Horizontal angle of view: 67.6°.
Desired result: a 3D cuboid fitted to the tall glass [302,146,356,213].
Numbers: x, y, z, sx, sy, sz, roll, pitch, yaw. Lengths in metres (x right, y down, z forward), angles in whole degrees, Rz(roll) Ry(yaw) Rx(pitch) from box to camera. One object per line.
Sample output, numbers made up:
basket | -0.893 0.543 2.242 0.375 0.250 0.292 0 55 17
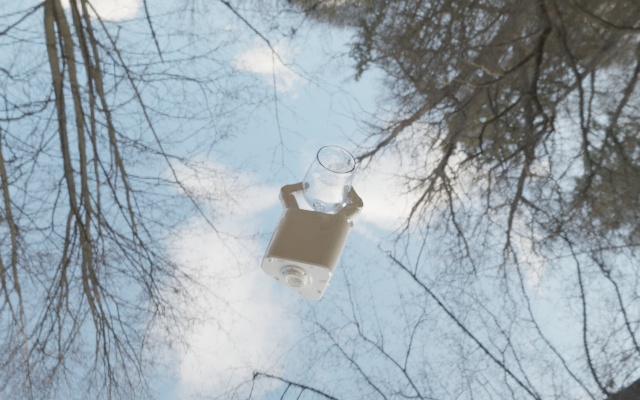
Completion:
tall glass | 0.000 0.003 0.799 0.079 0.079 0.201 0 -42 -19
